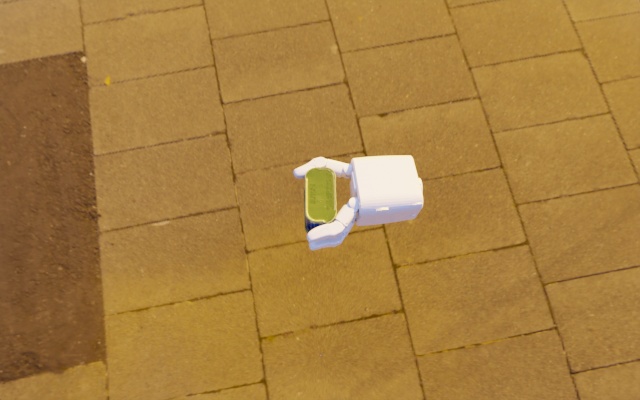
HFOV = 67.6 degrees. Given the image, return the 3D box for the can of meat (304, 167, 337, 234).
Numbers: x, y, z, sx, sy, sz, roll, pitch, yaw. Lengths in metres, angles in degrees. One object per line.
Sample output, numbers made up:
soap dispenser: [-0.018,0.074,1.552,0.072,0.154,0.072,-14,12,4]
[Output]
can of meat: [0.000,0.002,0.810,0.057,0.102,0.084,-1,-18,-1]
